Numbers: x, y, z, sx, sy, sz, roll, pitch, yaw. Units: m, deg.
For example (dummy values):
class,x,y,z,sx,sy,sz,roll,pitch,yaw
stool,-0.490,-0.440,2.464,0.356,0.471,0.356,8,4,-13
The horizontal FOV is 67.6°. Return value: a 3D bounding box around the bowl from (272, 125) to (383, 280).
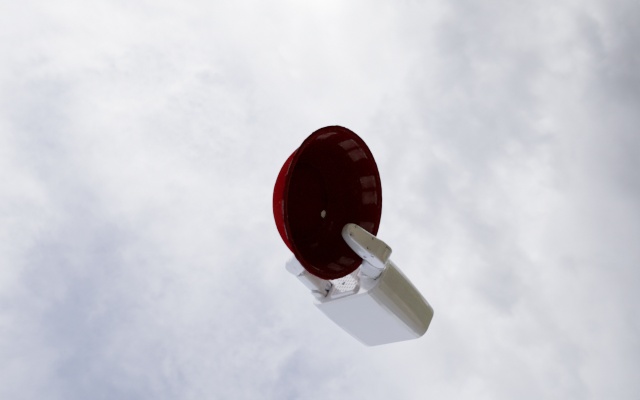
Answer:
class,x,y,z,sx,sy,sz,roll,pitch,yaw
bowl,-0.001,0.001,0.516,0.055,0.162,0.162,3,2,41
